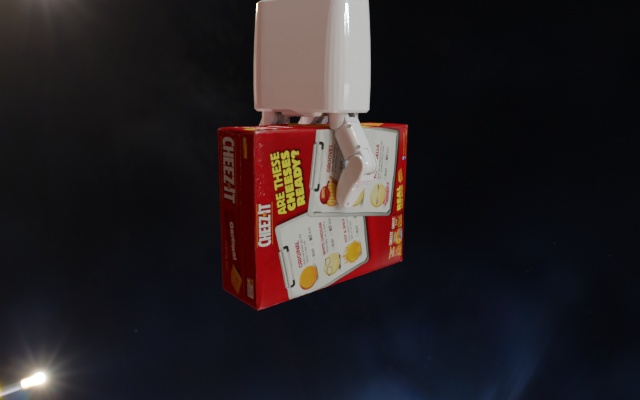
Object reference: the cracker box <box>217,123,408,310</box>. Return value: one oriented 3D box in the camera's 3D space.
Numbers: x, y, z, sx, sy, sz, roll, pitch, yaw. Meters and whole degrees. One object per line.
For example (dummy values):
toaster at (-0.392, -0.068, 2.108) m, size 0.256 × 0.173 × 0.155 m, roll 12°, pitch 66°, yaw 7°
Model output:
cracker box at (0.000, 0.002, 0.506) m, size 0.213 × 0.164 × 0.072 m, roll -10°, pitch 16°, yaw -41°
